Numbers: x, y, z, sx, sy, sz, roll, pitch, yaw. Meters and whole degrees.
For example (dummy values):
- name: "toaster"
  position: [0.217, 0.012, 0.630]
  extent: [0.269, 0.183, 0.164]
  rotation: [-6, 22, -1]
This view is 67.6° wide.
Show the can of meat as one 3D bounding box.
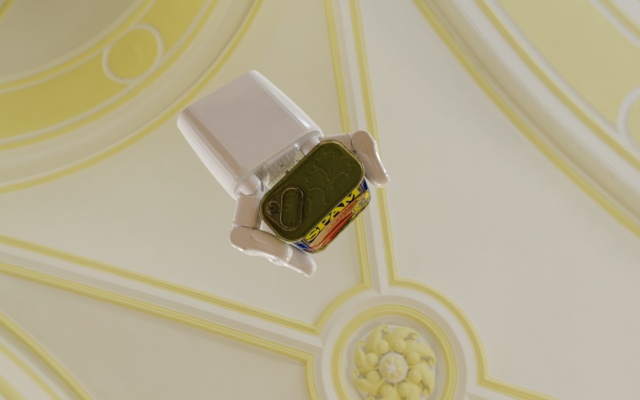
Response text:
- name: "can of meat"
  position: [0.000, 0.002, 0.469]
  extent: [0.057, 0.102, 0.084]
  rotation: [45, -2, 20]
